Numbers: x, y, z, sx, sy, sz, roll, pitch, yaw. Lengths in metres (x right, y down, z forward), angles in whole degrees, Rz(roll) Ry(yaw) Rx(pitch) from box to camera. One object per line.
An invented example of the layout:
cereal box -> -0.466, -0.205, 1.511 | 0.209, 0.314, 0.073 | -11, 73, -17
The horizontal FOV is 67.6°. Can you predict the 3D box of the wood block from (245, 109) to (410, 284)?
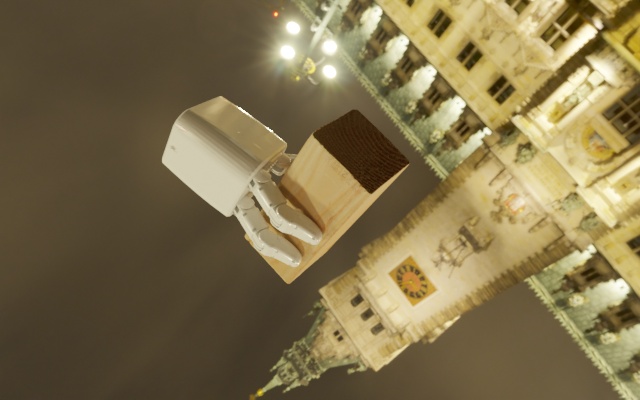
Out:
wood block -> 0.000, 0.002, 0.577 | 0.090, 0.090, 0.206 | -37, -10, -44
